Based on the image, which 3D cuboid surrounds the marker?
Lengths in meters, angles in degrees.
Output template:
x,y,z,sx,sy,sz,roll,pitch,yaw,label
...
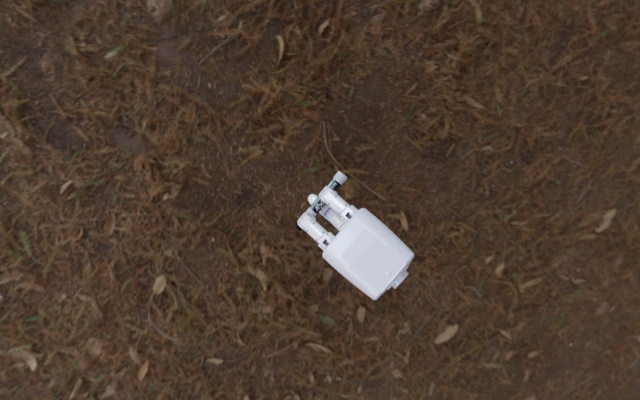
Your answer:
x,y,z,sx,sy,sz,roll,pitch,yaw,label
0.000,0.003,0.805,0.020,0.121,0.020,39,6,-5,marker
